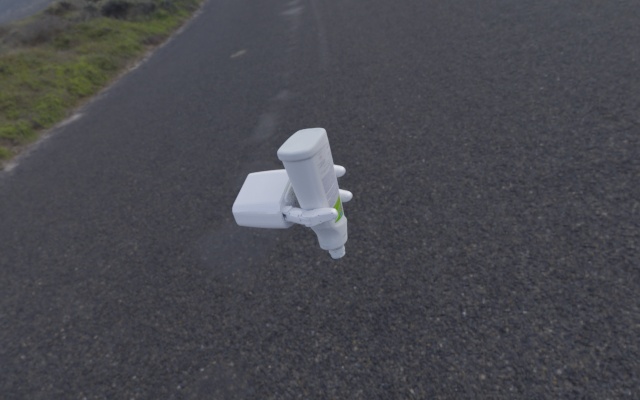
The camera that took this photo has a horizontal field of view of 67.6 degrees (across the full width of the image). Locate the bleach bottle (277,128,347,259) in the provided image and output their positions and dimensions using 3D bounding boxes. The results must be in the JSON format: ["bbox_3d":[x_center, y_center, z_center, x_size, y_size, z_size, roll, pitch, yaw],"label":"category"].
[{"bbox_3d":[0.000,0.003,0.861,0.068,0.251,0.102,-1,32,26],"label":"bleach bottle"}]
